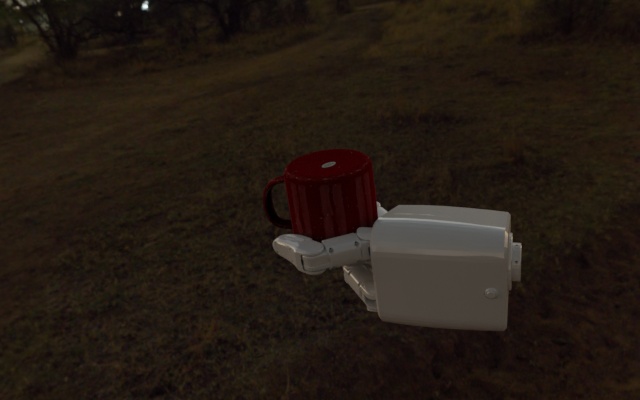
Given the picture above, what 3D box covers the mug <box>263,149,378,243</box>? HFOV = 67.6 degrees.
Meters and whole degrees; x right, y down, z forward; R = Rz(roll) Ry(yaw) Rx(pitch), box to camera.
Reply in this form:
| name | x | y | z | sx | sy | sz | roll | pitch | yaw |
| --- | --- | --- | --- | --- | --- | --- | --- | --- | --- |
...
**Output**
| name | x | y | z | sx | sy | sz | roll | pitch | yaw |
| --- | --- | --- | --- | --- | --- | --- | --- | --- | --- |
| mug | -0.001 | 0.001 | 0.453 | 0.117 | 0.081 | 0.093 | 1 | 26 | 21 |
